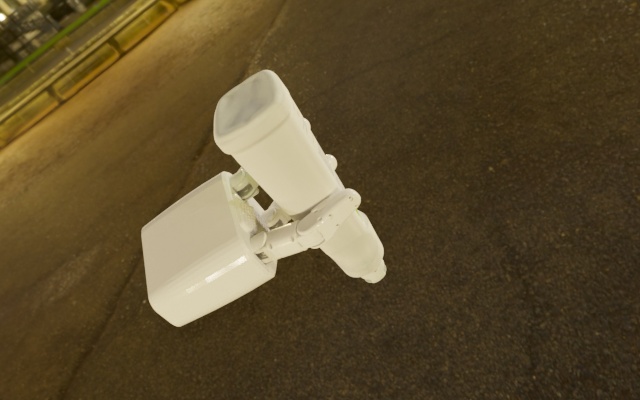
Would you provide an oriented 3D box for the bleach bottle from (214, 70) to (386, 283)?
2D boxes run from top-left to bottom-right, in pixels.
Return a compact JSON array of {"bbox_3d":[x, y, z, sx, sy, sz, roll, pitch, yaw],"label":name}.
[{"bbox_3d":[0.000,0.001,0.460,0.068,0.251,0.102,-31,34,9],"label":"bleach bottle"}]
